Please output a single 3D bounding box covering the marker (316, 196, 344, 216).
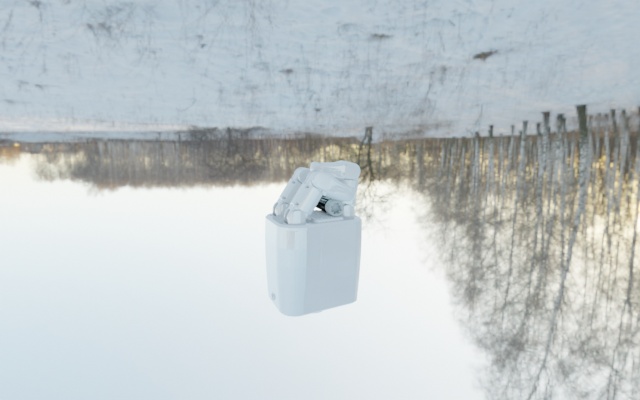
[{"bbox_3d":[0.000,0.002,0.608,0.020,0.020,0.121,0,7,-18],"label":"marker"}]
